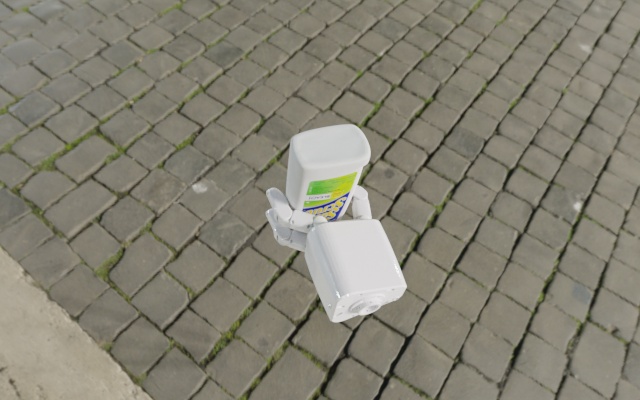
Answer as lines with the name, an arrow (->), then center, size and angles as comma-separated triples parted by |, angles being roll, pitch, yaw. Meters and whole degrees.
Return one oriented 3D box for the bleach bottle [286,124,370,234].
bleach bottle -> 0.000, 0.002, 0.693 | 0.102, 0.068, 0.251 | -11, -33, -13
